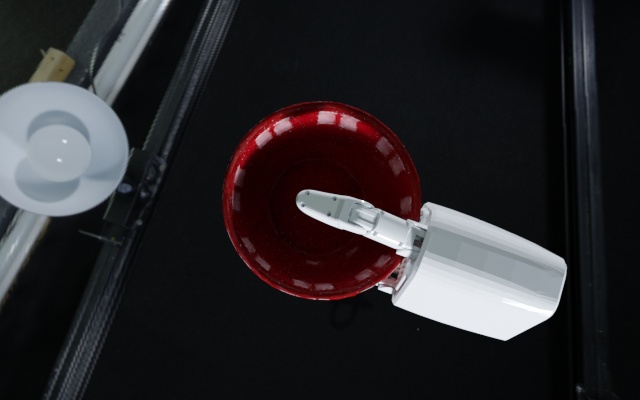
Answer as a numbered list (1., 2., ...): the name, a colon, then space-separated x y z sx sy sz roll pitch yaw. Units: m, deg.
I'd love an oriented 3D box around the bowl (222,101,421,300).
1. bowl: -0.001 0.001 0.408 0.162 0.162 0.055 0 -8 -6
